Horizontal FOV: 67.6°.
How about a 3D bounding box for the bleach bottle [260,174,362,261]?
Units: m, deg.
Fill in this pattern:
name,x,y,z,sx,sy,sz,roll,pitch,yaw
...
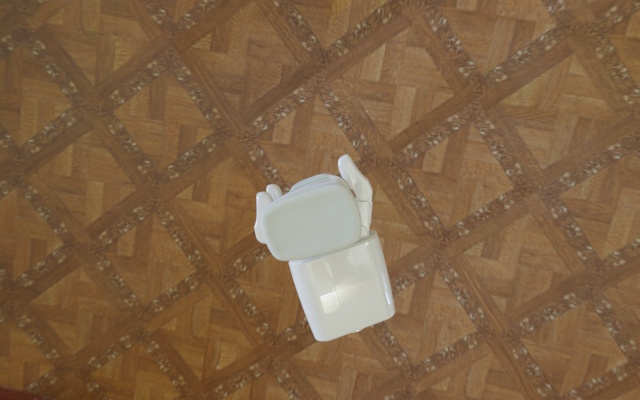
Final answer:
name,x,y,z,sx,sy,sz,roll,pitch,yaw
bleach bottle,0.000,0.002,0.586,0.102,0.068,0.250,-16,8,8
